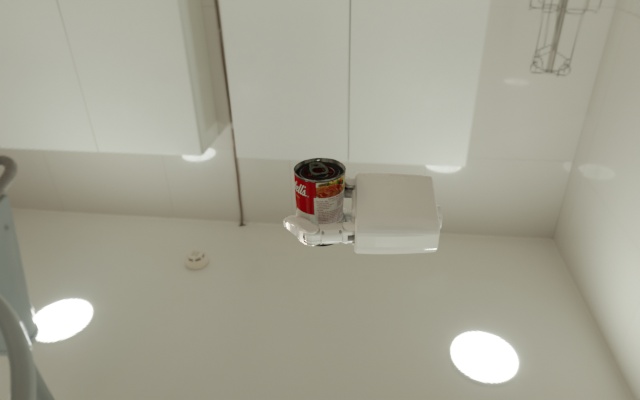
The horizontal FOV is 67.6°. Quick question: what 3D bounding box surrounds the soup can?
[{"bbox_3d":[0.000,0.002,0.646,0.068,0.102,0.068,-1,30,1],"label":"soup can"}]
